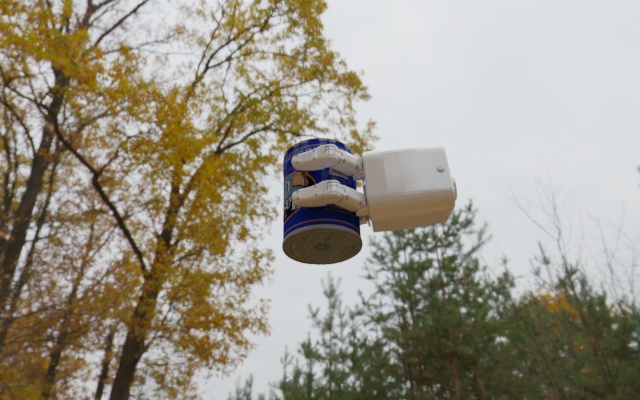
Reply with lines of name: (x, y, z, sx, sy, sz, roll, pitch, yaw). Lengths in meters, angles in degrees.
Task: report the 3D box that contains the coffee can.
coffee can: (0.000, 0.002, 0.644, 0.103, 0.140, 0.103, -2, -32, -1)
